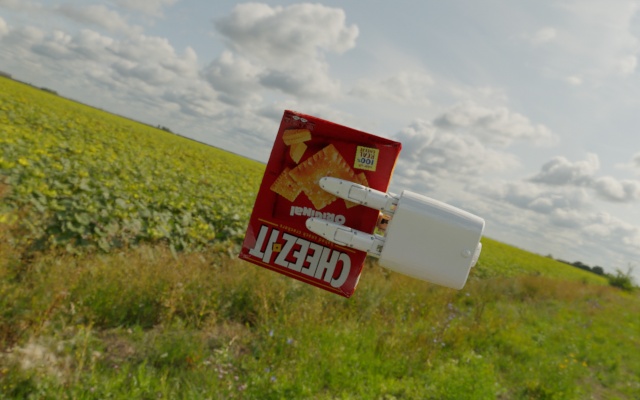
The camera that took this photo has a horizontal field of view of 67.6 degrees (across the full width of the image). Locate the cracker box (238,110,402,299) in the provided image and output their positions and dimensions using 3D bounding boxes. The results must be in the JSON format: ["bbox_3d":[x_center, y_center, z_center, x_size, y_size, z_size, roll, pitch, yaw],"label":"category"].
[{"bbox_3d":[0.000,0.002,0.647,0.164,0.214,0.072,18,3,9],"label":"cracker box"}]
